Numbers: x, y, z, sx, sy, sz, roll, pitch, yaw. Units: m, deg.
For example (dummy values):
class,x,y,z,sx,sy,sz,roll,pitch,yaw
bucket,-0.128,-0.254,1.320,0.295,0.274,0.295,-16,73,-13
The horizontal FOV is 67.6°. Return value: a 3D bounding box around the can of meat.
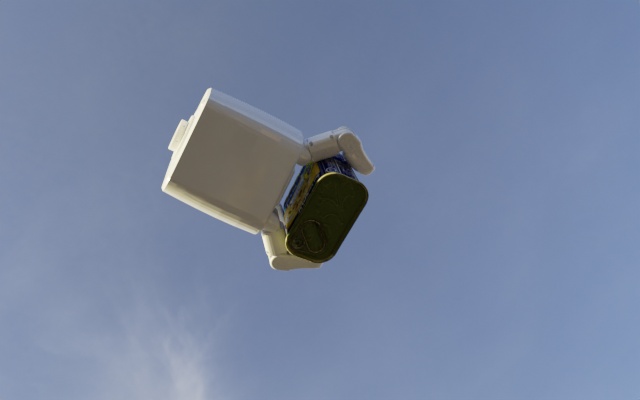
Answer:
class,x,y,z,sx,sy,sz,roll,pitch,yaw
can of meat,0.000,0.001,0.518,0.057,0.102,0.084,22,21,-19
